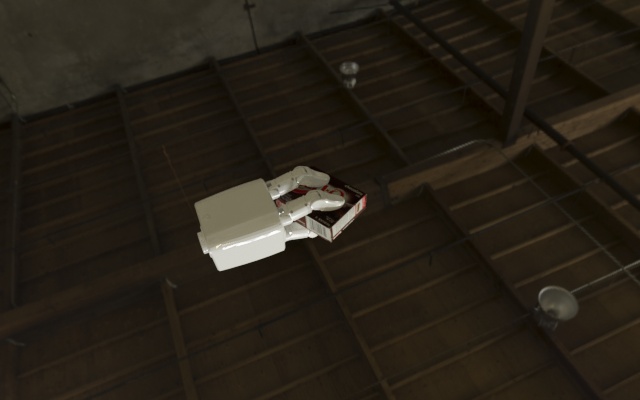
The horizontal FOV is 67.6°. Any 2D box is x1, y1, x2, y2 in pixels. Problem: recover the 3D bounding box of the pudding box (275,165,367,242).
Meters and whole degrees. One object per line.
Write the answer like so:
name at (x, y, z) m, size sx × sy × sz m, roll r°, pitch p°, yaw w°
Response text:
pudding box at (0.000, 0.003, 0.733) m, size 0.113 × 0.039 × 0.090 m, roll 31°, pitch 56°, yaw 27°
